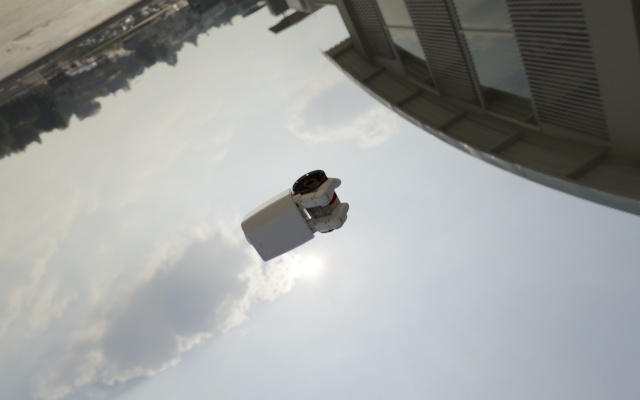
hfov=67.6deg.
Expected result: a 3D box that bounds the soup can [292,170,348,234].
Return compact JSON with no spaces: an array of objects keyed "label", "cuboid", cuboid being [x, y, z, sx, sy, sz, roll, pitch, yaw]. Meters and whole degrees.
[{"label":"soup can","cuboid":[0.001,0.003,0.891,0.068,0.102,0.068,-23,28,13]}]
